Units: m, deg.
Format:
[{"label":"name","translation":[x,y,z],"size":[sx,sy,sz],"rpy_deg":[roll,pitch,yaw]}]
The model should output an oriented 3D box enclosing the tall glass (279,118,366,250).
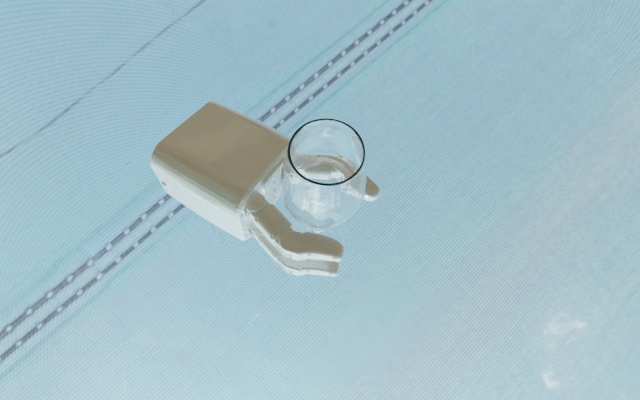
[{"label":"tall glass","translation":[0.000,0.002,0.467],"size":[0.079,0.079,0.201],"rpy_deg":[0,-24,-3]}]
